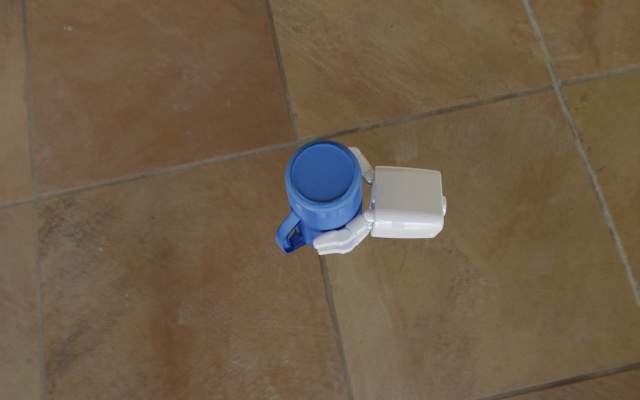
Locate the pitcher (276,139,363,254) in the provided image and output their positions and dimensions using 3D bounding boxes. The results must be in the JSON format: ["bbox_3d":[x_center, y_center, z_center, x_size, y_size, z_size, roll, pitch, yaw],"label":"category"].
[{"bbox_3d":[0.000,0.002,0.770,0.145,0.149,0.243,3,-15,3],"label":"pitcher"}]
